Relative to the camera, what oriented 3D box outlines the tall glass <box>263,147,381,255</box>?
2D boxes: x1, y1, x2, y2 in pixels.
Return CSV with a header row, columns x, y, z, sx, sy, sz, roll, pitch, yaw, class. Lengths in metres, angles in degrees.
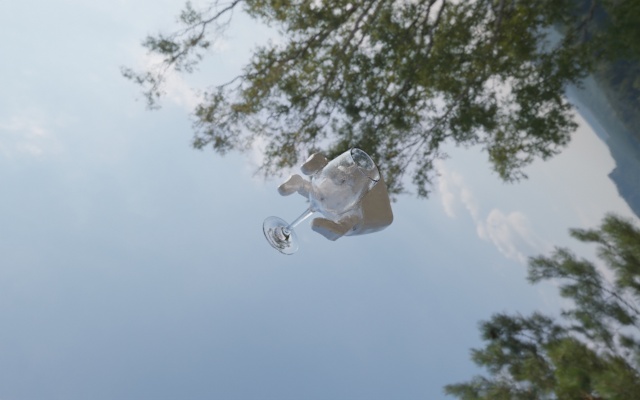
x,y,z,sx,sy,sz,roll,pitch,yaw,class
0.000,0.003,0.741,0.201,0.079,0.079,-40,-23,30,tall glass
